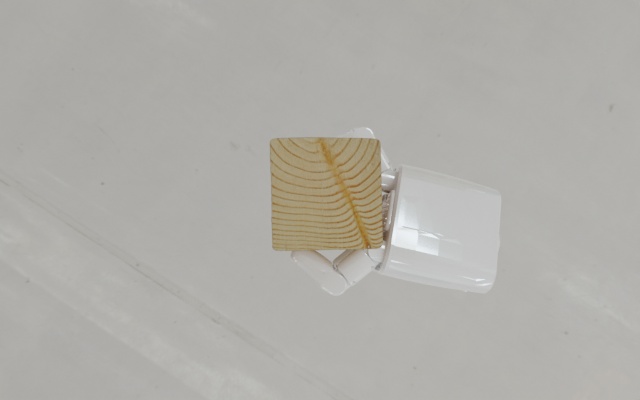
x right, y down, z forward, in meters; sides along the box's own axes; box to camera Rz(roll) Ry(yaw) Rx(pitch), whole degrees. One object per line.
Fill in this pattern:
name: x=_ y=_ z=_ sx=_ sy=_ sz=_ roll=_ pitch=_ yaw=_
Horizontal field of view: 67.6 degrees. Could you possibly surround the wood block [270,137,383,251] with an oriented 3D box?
wood block: x=0.000 y=0.001 z=0.477 sx=0.090 sy=0.091 sz=0.206 roll=-1 pitch=-4 yaw=-3
